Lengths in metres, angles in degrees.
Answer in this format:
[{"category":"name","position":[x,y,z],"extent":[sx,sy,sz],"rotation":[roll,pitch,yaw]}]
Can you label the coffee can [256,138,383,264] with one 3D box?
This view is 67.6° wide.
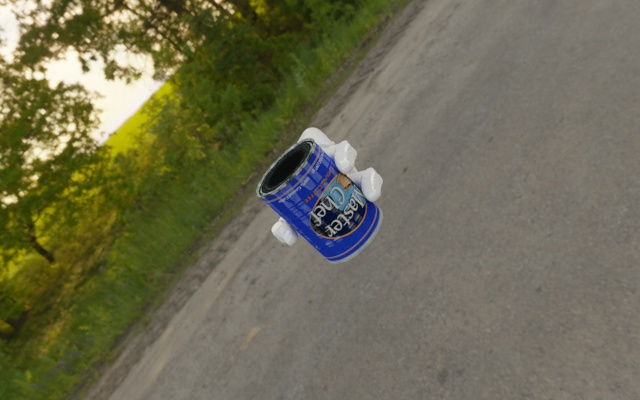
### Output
[{"category":"coffee can","position":[0.000,0.002,0.634],"extent":[0.140,0.102,0.103],"rotation":[45,-21,-22]}]
